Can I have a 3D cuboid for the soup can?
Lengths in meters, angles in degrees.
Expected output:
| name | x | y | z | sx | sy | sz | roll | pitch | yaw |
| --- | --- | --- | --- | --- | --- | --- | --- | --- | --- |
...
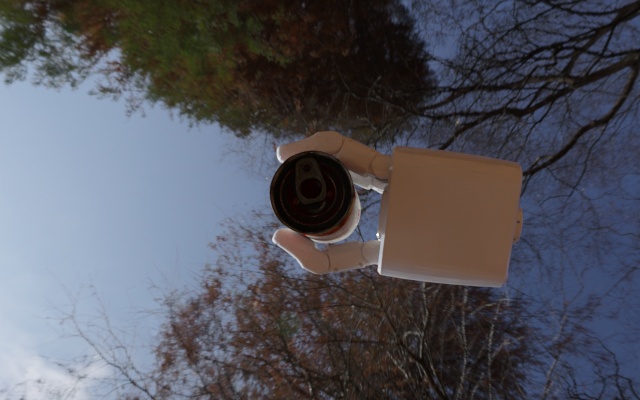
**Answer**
| name | x | y | z | sx | sy | sz | roll | pitch | yaw |
| --- | --- | --- | --- | --- | --- | --- | --- | --- | --- |
| soup can | 0.000 | 0.002 | 0.425 | 0.068 | 0.068 | 0.102 | 0 | -9 | 9 |
